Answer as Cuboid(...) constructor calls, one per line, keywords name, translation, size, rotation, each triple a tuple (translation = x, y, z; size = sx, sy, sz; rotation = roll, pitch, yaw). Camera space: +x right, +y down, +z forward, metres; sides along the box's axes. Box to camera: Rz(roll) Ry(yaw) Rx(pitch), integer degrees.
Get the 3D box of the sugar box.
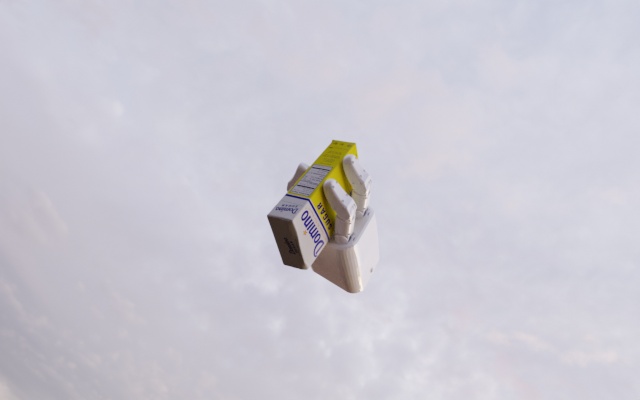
Cuboid(name="sugar box", translation=(0.001, 0.002, 0.658), size=(0.048, 0.093, 0.176), rotation=(10, 44, 27))
